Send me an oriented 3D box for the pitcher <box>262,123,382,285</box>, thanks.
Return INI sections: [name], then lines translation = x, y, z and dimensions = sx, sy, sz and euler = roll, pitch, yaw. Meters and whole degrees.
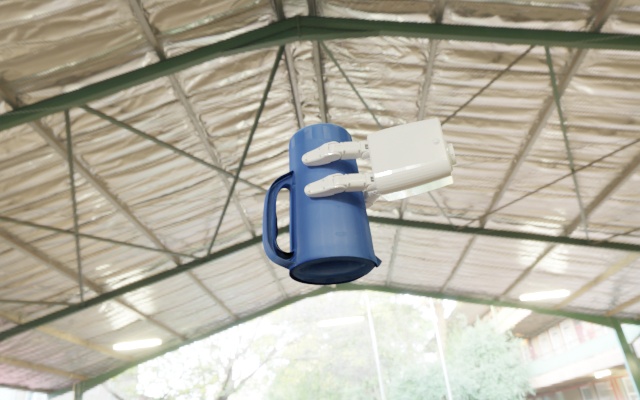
[pitcher]
translation = 0.000, 0.002, 0.750
dimensions = 0.145, 0.242, 0.149
euler = -15, -28, 18
